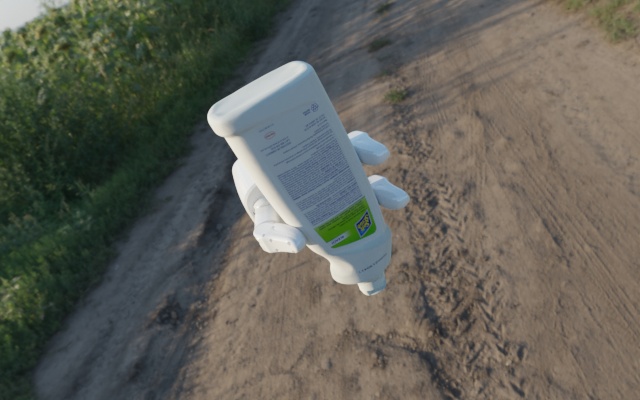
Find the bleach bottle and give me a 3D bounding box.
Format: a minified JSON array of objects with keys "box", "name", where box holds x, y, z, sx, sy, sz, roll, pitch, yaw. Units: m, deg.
[{"box":[0.000,0.001,0.462,0.102,0.251,0.068,-30,29,-4],"name":"bleach bottle"}]
